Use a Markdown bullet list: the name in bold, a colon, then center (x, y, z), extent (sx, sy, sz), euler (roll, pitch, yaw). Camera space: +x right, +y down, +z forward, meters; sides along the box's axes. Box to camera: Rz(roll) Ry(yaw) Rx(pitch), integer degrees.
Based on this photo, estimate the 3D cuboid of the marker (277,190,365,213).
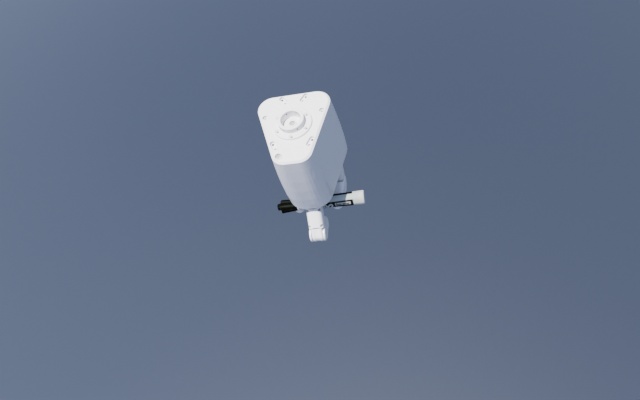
- **marker**: center (0.000, 0.002, 0.654), extent (0.121, 0.020, 0.020), euler (-7, -1, 10)
